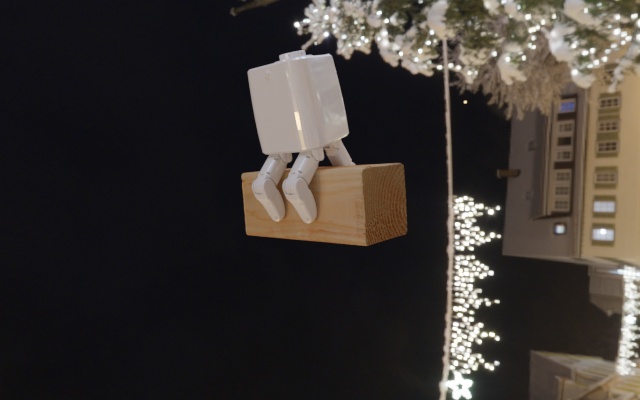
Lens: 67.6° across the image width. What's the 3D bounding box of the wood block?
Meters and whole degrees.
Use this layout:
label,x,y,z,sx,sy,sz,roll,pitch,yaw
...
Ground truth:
label,x,y,z,sx,sy,sz,roll,pitch,yaw
wood block,0.000,0.002,0.626,0.206,0.090,0.091,1,8,42
